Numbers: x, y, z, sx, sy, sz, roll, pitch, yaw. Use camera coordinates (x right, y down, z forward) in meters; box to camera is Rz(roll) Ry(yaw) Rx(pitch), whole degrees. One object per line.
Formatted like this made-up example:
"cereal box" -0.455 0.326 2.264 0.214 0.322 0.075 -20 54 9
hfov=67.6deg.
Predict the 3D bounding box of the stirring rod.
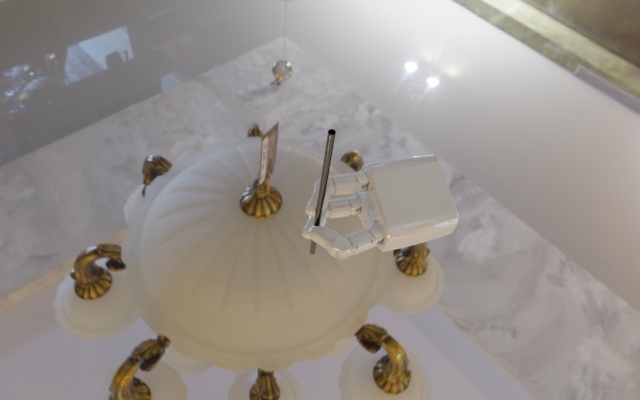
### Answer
"stirring rod" 0.000 0.002 0.575 0.011 0.011 0.240 0 -36 -7
